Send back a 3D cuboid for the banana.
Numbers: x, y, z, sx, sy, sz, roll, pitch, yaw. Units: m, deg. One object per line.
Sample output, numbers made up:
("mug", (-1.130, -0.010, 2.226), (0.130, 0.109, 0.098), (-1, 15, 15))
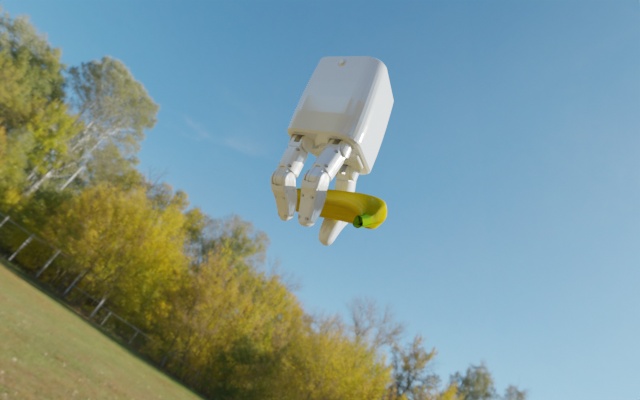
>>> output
("banana", (0.018, 0.005, 0.549), (0.069, 0.037, 0.198), (11, -1, -30))
